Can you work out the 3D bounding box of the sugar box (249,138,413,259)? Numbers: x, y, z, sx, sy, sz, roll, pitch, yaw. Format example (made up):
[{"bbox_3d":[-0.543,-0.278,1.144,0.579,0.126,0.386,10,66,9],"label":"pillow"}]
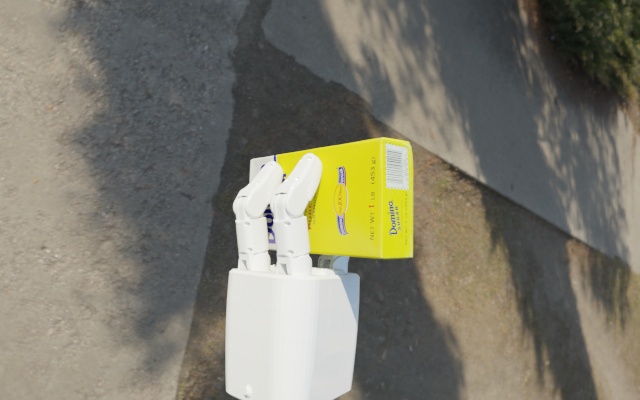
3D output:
[{"bbox_3d":[0.000,0.002,0.426,0.048,0.093,0.176,5,-6,-44],"label":"sugar box"}]
